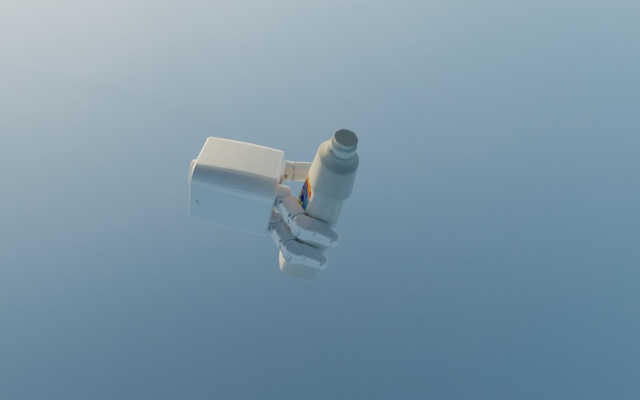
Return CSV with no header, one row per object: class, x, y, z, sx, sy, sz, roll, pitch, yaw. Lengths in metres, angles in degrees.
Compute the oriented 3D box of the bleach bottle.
bleach bottle,0.000,0.002,0.627,0.068,0.102,0.251,11,-41,-8
